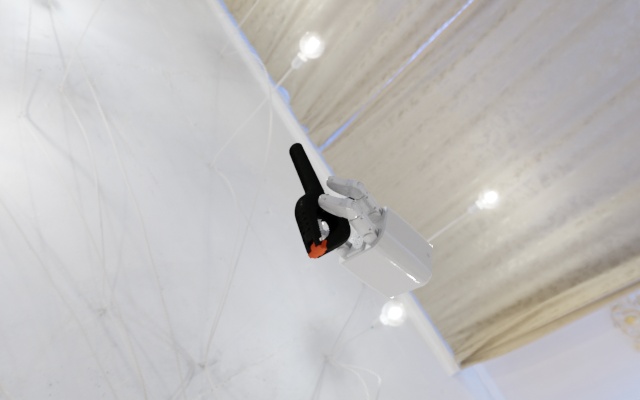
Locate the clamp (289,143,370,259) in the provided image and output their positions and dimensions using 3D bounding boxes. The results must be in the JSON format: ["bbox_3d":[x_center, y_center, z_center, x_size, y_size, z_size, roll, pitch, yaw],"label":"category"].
[{"bbox_3d":[0.000,0.003,0.725,0.164,0.036,0.209,37,34,-11],"label":"clamp"}]
